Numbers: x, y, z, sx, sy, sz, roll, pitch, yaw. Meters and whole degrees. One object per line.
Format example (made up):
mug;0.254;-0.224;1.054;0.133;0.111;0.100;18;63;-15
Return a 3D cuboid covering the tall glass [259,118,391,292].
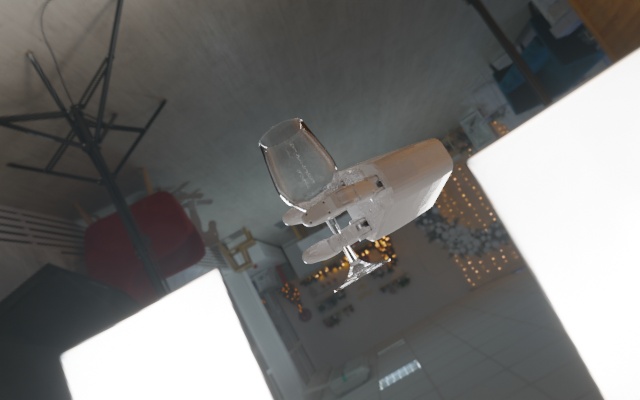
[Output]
tall glass;0.000;0.002;0.565;0.079;0.201;0.079;-29;-11;-6
